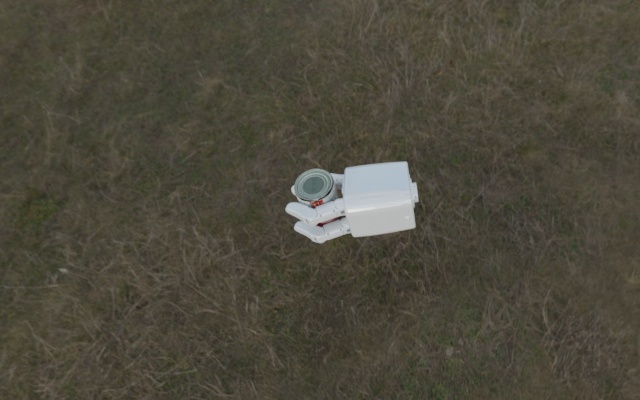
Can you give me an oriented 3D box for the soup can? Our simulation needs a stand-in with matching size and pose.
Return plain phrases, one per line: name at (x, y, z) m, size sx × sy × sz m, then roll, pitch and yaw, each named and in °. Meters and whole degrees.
soup can at (0.000, 0.002, 0.809) m, size 0.068 × 0.068 × 0.102 m, roll 0°, pitch -35°, yaw 16°
